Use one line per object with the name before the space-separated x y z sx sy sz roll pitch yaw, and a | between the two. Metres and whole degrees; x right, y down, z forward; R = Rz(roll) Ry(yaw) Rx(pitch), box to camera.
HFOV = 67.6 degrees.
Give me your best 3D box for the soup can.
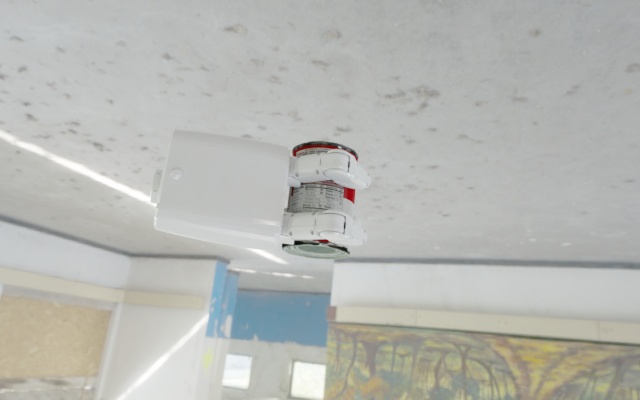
soup can | 0.000 0.002 0.470 0.068 0.102 0.068 5 -17 2
